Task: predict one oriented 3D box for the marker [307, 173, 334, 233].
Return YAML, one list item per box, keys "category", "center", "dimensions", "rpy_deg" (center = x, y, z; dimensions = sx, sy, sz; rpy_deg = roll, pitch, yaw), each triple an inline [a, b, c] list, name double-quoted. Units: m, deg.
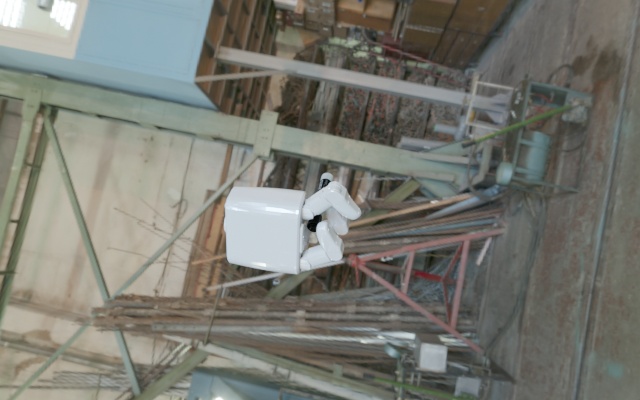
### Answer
- category: "marker"
  center: [0.000, 0.002, 0.681]
  dimensions: [0.020, 0.020, 0.121]
  rpy_deg: [0, 38, 13]
